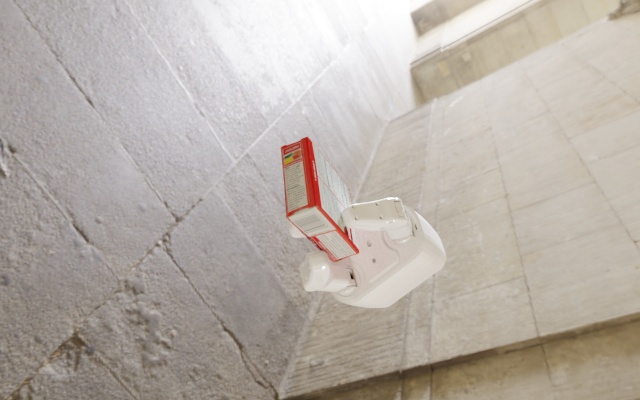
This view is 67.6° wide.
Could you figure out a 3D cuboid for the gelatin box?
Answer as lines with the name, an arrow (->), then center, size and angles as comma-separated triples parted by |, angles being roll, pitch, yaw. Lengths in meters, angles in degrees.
gelatin box -> 0.000, 0.001, 0.408 | 0.030, 0.073, 0.089 | -20, -38, 17
